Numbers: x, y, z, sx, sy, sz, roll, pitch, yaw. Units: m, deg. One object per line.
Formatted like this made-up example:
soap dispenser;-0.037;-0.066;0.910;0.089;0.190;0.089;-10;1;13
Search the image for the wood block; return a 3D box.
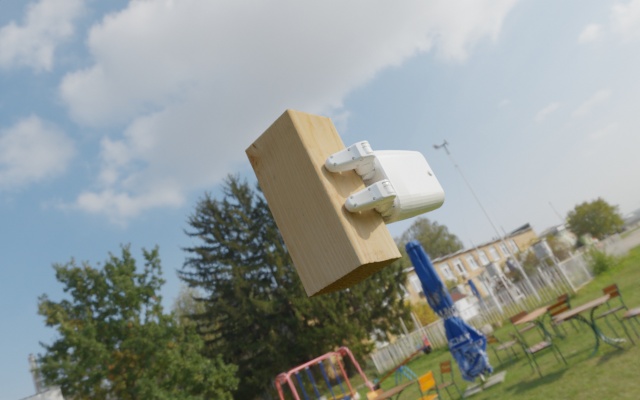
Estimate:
wood block;0.000;0.002;0.591;0.091;0.206;0.090;-38;-22;33
